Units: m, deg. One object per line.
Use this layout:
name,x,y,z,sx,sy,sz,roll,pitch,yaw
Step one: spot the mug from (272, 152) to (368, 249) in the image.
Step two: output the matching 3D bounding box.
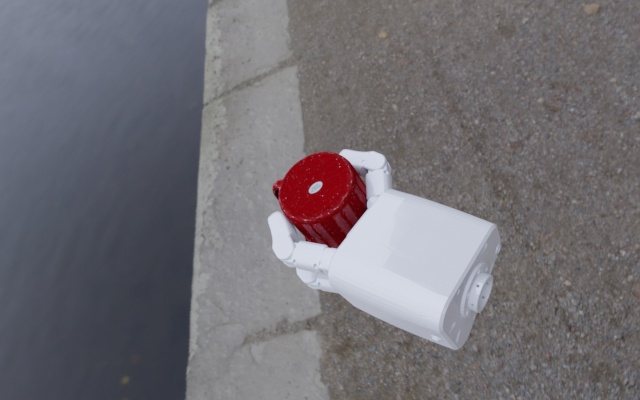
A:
mug,-0.001,0.001,0.493,0.117,0.093,0.081,17,-21,34
